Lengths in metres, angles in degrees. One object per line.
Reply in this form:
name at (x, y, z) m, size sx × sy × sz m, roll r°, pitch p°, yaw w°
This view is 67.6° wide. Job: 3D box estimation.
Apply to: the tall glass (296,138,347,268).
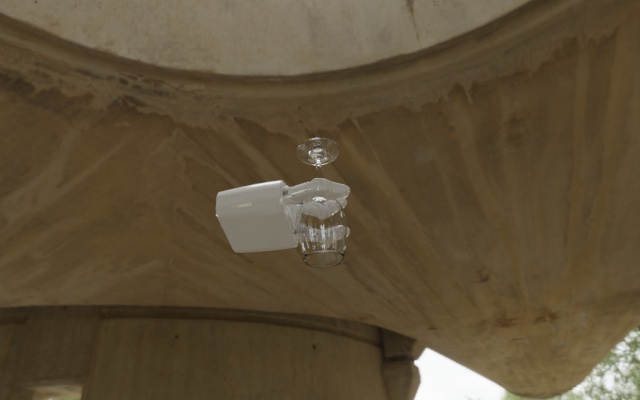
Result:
tall glass at (0.000, 0.002, 0.757) m, size 0.079 × 0.201 × 0.079 m, roll -3°, pitch -31°, yaw -2°
